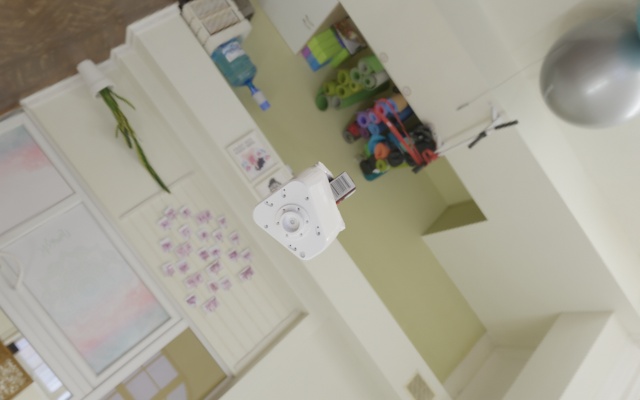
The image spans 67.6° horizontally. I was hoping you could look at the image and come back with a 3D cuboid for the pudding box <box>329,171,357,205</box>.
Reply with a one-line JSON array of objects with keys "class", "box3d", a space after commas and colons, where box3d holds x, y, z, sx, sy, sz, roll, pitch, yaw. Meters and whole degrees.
[{"class": "pudding box", "box3d": [0.000, 0.003, 0.808, 0.113, 0.039, 0.090, -35, 0, -12]}]
